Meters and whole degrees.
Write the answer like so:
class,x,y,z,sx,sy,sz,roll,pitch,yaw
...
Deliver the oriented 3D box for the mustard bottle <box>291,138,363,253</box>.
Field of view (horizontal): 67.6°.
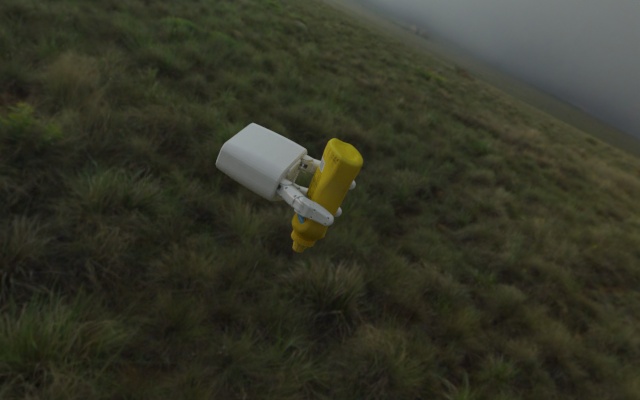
class,x,y,z,sx,sy,sz,roll,pitch,yaw
mustard bottle,0.001,0.002,0.758,0.058,0.192,0.096,20,23,-16
